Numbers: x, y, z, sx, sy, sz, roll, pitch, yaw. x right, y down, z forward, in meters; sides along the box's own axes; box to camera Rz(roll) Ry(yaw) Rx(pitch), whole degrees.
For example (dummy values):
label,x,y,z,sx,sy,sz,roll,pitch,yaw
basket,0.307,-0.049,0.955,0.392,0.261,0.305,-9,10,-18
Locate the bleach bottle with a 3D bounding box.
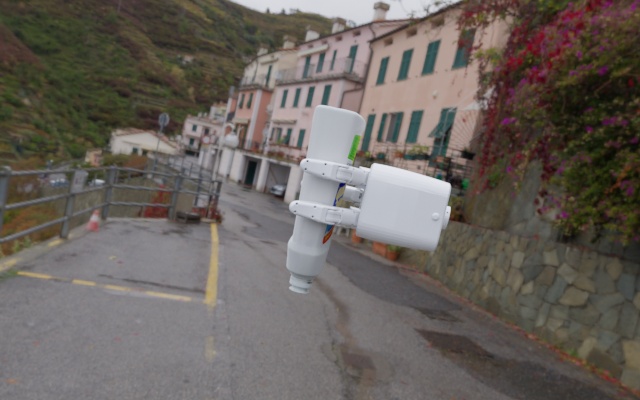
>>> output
label,x,y,z,sx,sy,sz,roll,pitch,yaw
bleach bottle,0.000,0.002,0.660,0.068,0.251,0.102,14,4,10
